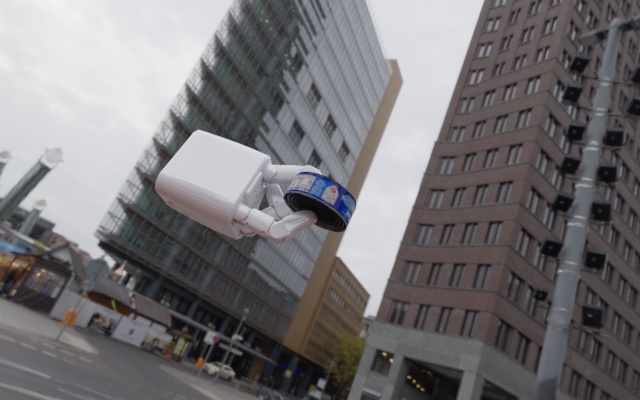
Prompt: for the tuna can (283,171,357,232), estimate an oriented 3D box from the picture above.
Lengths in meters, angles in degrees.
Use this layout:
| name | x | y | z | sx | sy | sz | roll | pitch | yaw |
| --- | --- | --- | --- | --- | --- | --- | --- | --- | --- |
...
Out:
| name | x | y | z | sx | sy | sz | roll | pitch | yaw |
| --- | --- | --- | --- | --- | --- | --- | --- | --- | --- |
| tuna can | 0.000 | 0.001 | 0.581 | 0.086 | 0.033 | 0.086 | 25 | -21 | 10 |
